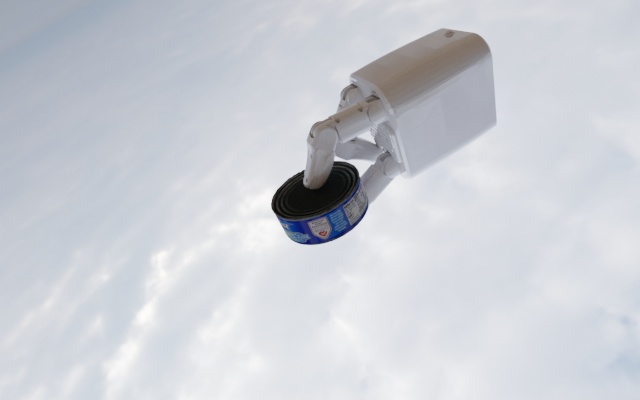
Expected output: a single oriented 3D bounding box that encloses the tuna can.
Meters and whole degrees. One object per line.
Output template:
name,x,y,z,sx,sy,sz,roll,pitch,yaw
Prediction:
tuna can,0.000,0.002,0.440,0.086,0.034,0.086,-18,32,11
